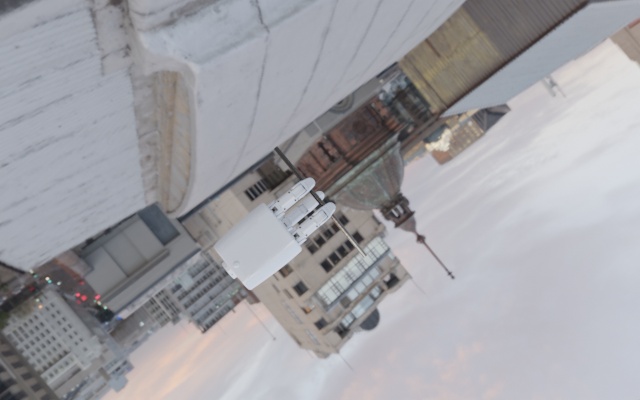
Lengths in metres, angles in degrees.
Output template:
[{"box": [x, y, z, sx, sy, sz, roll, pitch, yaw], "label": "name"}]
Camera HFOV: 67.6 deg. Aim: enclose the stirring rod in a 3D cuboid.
[{"box": [0.000, 0.003, 0.814, 0.011, 0.239, 0.011, -40, 1, 0], "label": "stirring rod"}]
